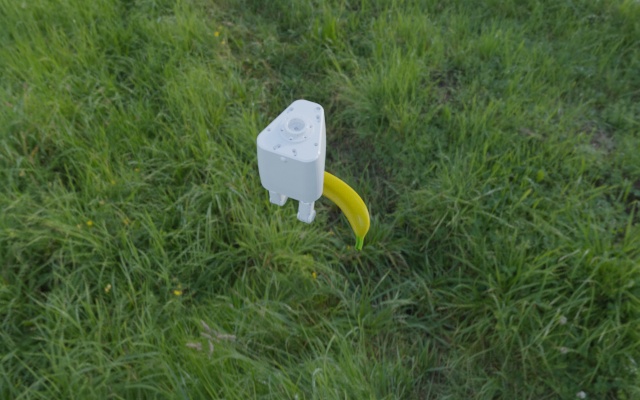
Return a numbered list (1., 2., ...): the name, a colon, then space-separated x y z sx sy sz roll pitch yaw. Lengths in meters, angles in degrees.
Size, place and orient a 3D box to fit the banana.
1. banana: 0.016 -0.007 0.798 0.197 0.069 0.037 43 -16 15
